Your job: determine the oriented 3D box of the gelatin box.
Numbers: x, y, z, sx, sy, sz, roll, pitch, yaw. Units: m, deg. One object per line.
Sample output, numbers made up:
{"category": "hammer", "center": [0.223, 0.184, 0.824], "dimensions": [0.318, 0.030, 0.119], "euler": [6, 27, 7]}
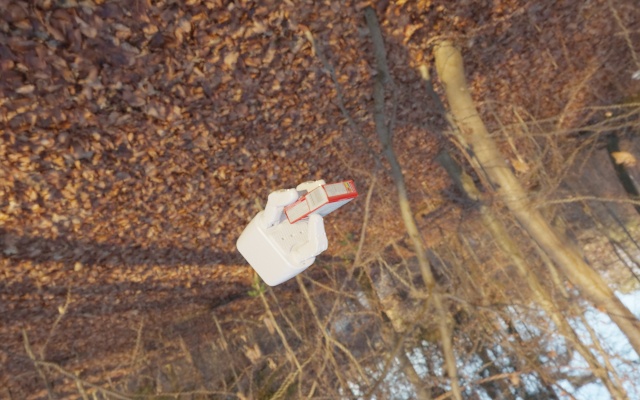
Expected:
{"category": "gelatin box", "center": [0.001, 0.003, 0.715], "dimensions": [0.089, 0.030, 0.073], "euler": [-31, -13, 39]}
